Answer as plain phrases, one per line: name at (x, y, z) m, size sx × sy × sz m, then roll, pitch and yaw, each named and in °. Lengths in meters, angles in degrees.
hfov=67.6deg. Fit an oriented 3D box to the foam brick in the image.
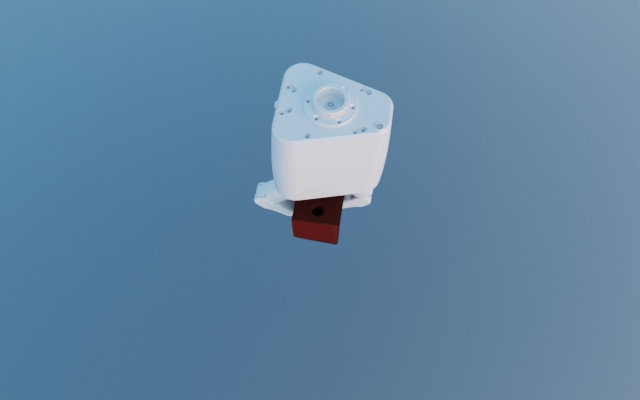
foam brick at (0.000, 0.002, 0.538) m, size 0.053 × 0.078 × 0.051 m, roll 8°, pitch -26°, yaw 3°
